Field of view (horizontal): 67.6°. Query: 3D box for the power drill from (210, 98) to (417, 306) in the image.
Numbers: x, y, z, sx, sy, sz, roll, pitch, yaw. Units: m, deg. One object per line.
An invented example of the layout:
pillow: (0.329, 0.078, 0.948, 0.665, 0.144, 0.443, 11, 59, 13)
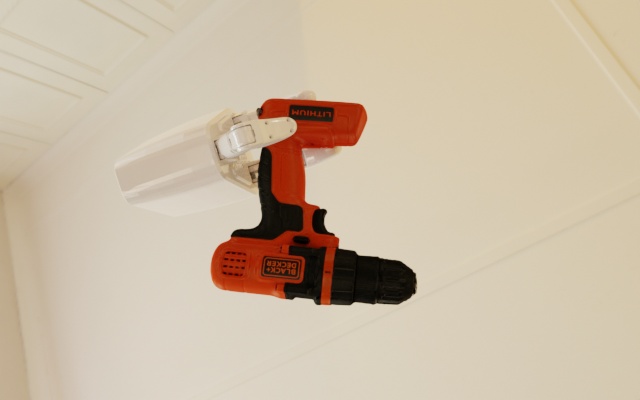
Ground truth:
power drill: (0.000, 0.001, 0.445, 0.184, 0.187, 0.057, 5, -17, 3)
